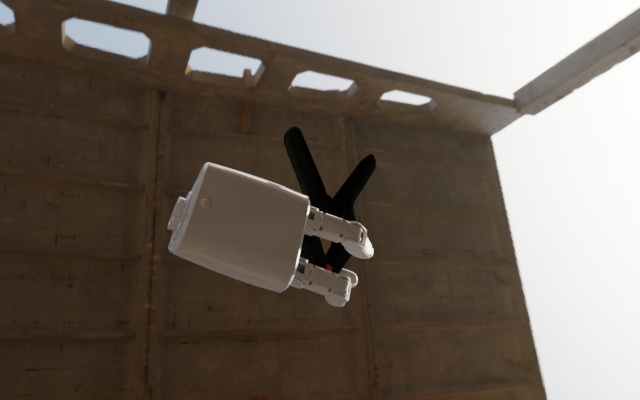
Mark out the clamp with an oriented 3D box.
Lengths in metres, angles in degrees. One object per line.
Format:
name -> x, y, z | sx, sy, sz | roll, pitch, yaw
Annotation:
clamp -> 0.000, 0.002, 0.524 | 0.120, 0.171, 0.039 | 22, -28, -19
